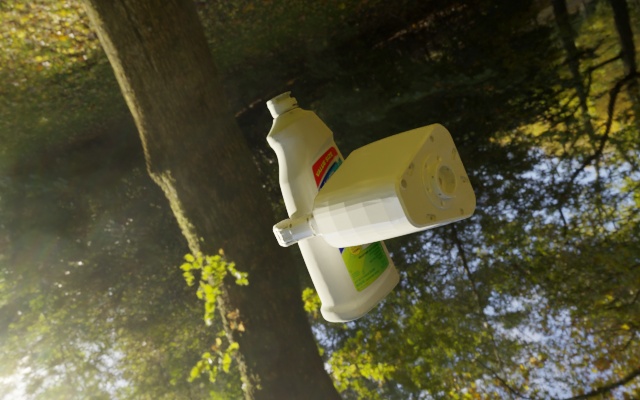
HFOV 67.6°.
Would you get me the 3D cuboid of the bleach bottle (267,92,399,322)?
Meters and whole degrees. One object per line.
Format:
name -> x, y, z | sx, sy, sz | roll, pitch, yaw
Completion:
bleach bottle -> 0.000, 0.002, 0.538 | 0.068, 0.251, 0.102 | -17, 10, 47
